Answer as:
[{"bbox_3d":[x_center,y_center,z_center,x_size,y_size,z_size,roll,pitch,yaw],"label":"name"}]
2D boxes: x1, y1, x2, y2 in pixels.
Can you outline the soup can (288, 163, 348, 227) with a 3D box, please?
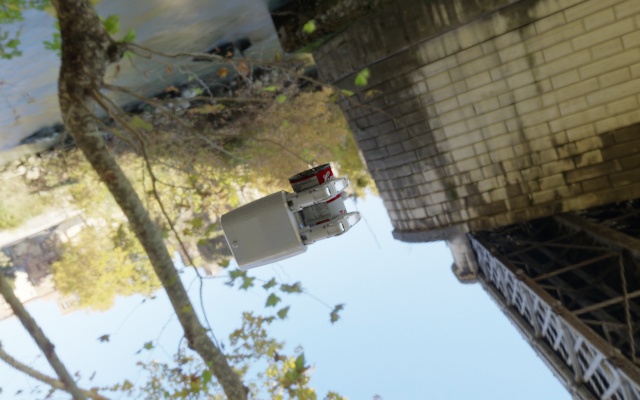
[{"bbox_3d":[0.001,0.002,0.731,0.068,0.102,0.068,-20,9,3],"label":"soup can"}]
